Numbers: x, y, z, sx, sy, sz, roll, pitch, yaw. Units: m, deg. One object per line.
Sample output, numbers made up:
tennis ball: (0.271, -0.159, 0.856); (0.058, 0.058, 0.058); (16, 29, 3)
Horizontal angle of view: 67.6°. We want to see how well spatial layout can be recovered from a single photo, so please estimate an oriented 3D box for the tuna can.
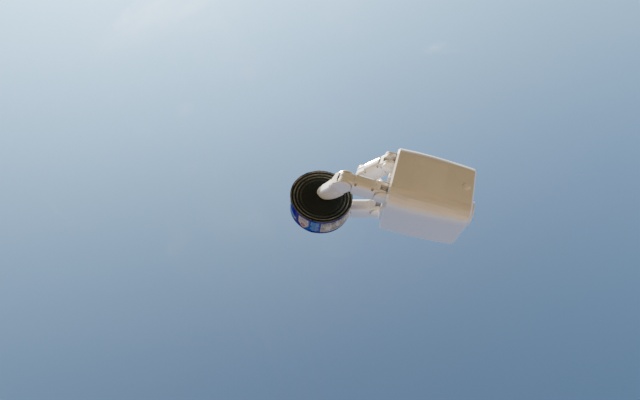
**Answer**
tuna can: (0.000, 0.002, 0.661); (0.086, 0.086, 0.034); (0, -34, -6)
